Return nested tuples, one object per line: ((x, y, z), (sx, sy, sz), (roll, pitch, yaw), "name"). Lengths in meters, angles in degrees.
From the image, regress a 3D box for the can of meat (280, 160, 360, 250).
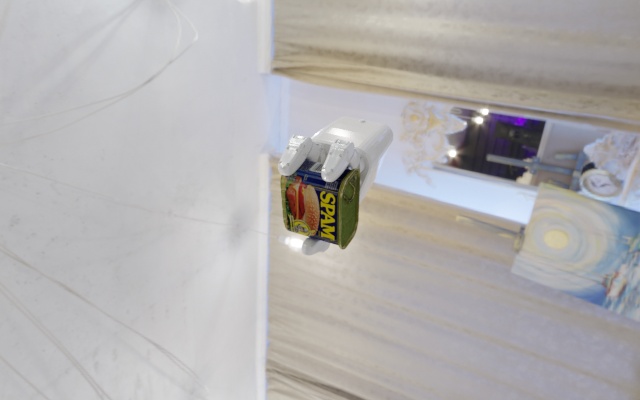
((0.000, 0.002, 0.598), (0.084, 0.102, 0.057), (15, 37, 22), "can of meat")
